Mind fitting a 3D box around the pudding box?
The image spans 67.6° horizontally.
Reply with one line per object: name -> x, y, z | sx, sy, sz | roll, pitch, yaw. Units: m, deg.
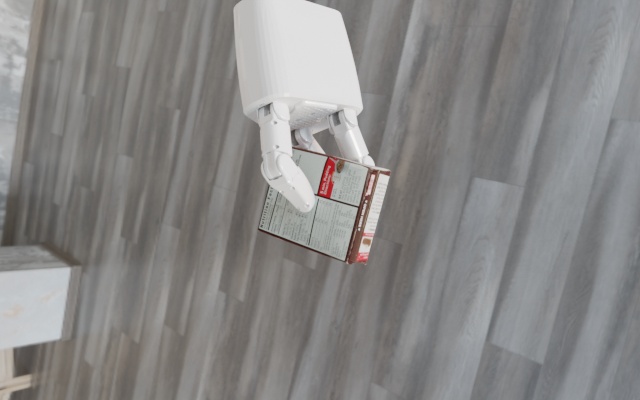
pudding box -> 0.000, 0.001, 0.449 | 0.113, 0.090, 0.039 | 17, 6, 36
